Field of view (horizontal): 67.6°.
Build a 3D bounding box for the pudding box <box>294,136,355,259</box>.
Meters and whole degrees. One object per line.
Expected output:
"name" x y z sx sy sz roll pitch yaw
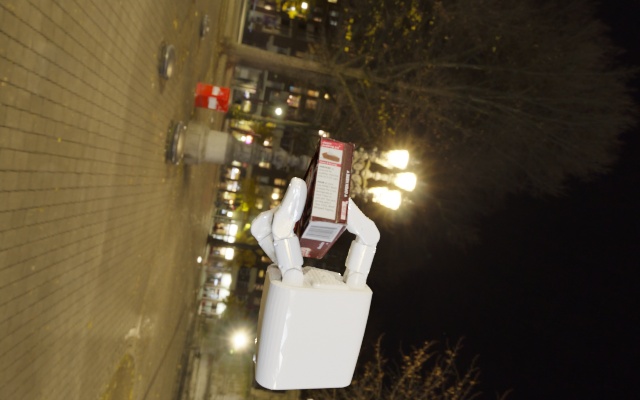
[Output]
"pudding box" 0.000 0.002 0.490 0.039 0.090 0.113 11 -24 -11
